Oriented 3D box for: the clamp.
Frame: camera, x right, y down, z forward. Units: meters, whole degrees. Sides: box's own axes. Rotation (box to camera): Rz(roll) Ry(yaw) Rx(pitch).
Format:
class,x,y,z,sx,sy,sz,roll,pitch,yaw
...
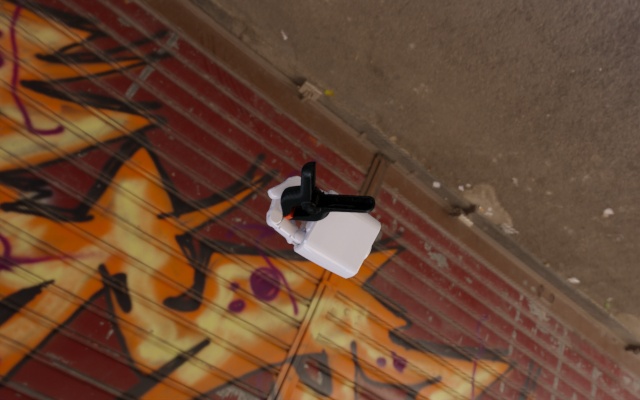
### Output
class,x,y,z,sx,sy,sz,roll,pitch,yaw
clamp,0.000,0.003,0.715,0.120,0.039,0.171,31,-26,-12
